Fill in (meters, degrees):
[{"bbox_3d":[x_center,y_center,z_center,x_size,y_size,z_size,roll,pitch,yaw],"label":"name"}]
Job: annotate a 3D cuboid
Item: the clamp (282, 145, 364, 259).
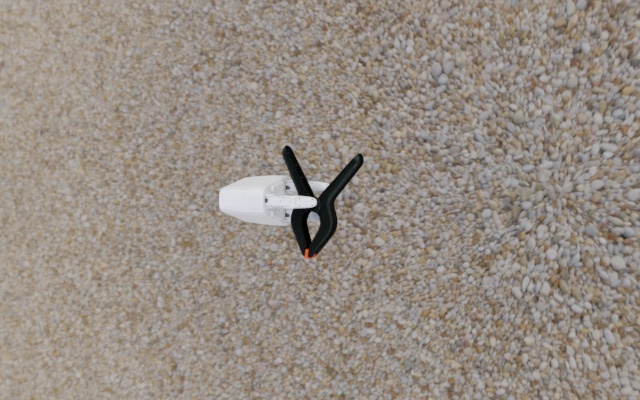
[{"bbox_3d":[0.000,0.003,0.867,0.164,0.210,0.036,2,2,30],"label":"clamp"}]
